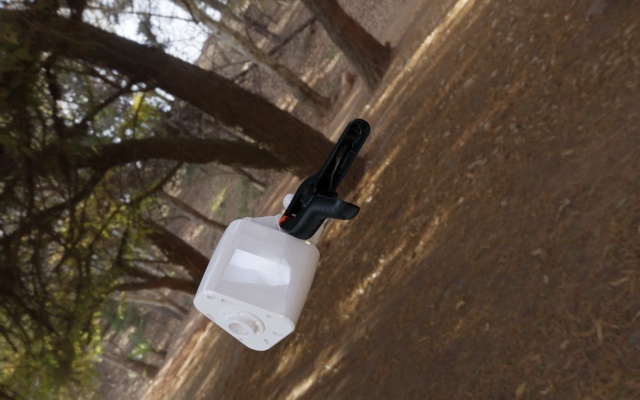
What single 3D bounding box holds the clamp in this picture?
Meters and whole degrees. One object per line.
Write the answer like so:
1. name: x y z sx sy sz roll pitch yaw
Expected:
1. clamp: -0.001 0.001 0.521 0.039 0.120 0.171 26 -45 -13
